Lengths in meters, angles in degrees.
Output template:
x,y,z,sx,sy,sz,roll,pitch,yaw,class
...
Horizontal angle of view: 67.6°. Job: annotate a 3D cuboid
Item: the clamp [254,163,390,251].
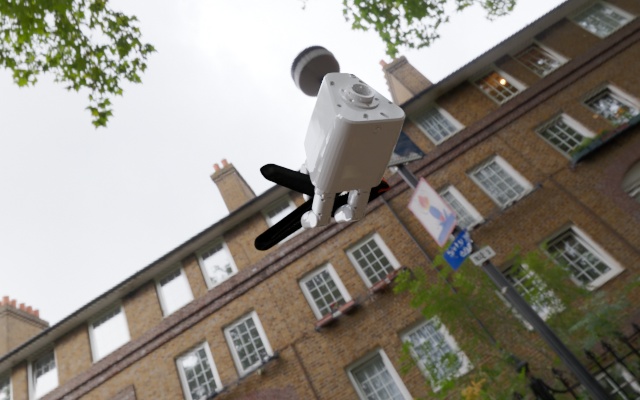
x,y,z,sx,sy,sz,roll,pitch,yaw,class
0.000,0.001,0.681,0.210,0.036,0.165,-9,-39,-27,clamp
